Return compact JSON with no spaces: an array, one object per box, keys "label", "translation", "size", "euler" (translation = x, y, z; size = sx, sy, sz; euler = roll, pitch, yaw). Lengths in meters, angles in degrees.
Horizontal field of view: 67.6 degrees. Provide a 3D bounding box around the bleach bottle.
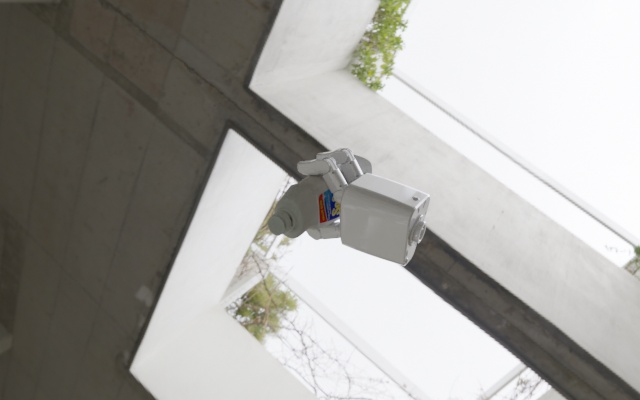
[{"label":"bleach bottle","translation":[0.000,0.002,0.750],"size":[0.068,0.103,0.250],"euler":[20,28,24]}]
